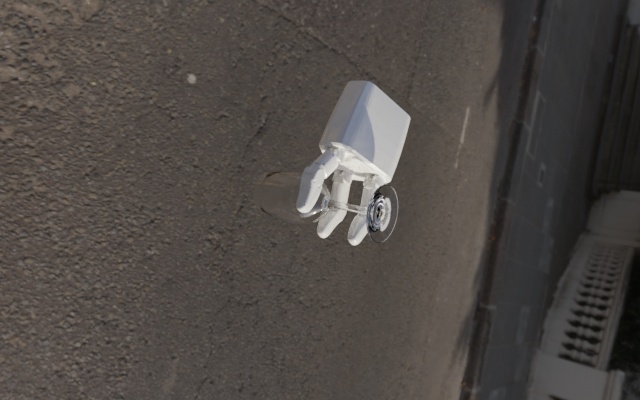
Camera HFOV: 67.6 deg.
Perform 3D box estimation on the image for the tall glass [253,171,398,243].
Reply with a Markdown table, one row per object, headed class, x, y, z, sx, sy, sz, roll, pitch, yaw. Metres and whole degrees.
| class | x | y | z | sx | sy | sz | roll | pitch | yaw |
| --- | --- | --- | --- | --- | --- | --- | --- | --- | --- |
| tall glass | 0.001 | 0.002 | 0.651 | 0.201 | 0.079 | 0.079 | 10 | 6 | 37 |
